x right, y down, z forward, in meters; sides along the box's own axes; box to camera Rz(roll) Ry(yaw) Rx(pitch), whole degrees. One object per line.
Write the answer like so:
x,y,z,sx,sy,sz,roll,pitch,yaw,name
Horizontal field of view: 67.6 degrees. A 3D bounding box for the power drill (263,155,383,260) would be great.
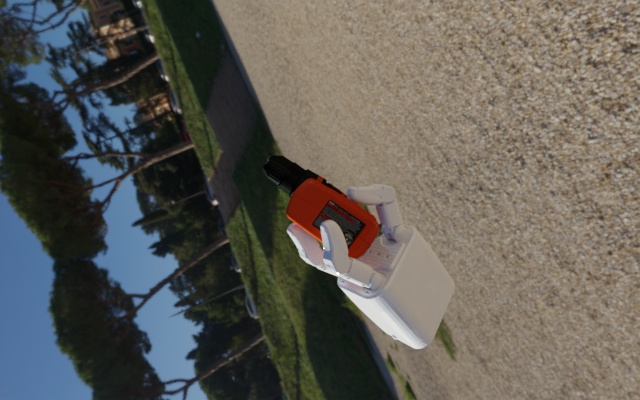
0.000,0.002,0.615,0.184,0.057,0.187,32,6,-4,power drill
